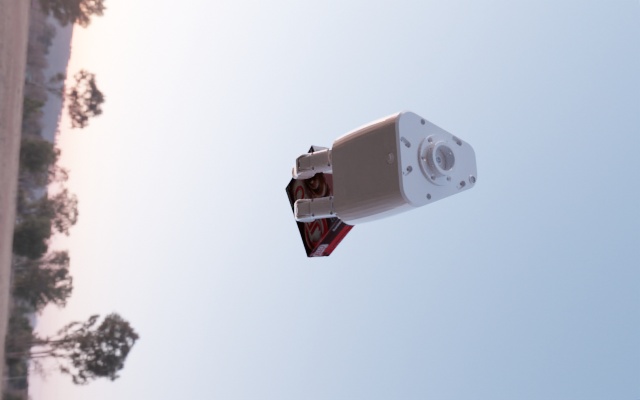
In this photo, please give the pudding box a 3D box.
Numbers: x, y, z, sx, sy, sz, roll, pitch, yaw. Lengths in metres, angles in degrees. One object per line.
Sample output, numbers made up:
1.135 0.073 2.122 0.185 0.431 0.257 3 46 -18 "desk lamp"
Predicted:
0.000 0.002 0.599 0.039 0.113 0.090 4 -39 -31 "pudding box"
